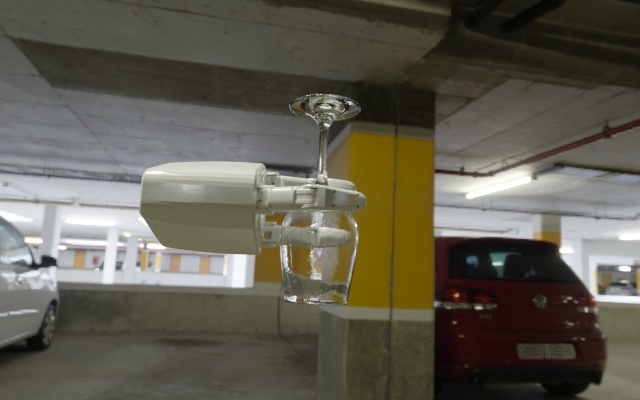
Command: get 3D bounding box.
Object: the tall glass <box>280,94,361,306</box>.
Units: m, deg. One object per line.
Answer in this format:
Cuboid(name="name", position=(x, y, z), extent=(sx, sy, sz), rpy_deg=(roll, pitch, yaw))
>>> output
Cuboid(name="tall glass", position=(0.000, 0.001, 0.481), extent=(0.079, 0.201, 0.079), rpy_deg=(2, -9, 0))
